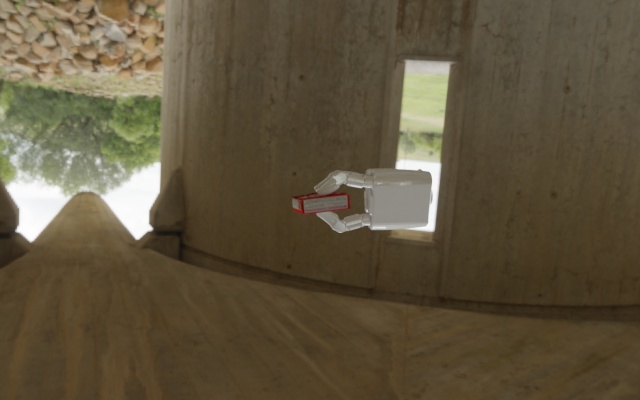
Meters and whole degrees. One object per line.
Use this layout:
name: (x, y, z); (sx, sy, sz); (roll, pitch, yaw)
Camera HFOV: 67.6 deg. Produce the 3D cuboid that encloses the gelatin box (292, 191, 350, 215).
gelatin box: (0.000, 0.003, 0.859); (0.089, 0.030, 0.073); (-7, 7, -16)
